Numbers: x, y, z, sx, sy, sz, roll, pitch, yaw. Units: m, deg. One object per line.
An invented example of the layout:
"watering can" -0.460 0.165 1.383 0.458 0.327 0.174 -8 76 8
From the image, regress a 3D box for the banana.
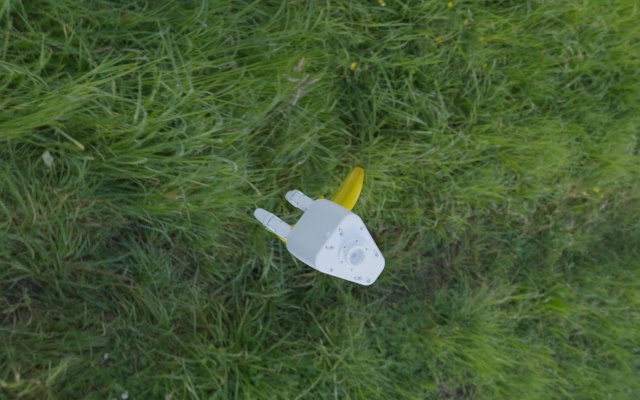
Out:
"banana" 0.006 0.020 0.815 0.198 0.070 0.037 -33 19 -13
